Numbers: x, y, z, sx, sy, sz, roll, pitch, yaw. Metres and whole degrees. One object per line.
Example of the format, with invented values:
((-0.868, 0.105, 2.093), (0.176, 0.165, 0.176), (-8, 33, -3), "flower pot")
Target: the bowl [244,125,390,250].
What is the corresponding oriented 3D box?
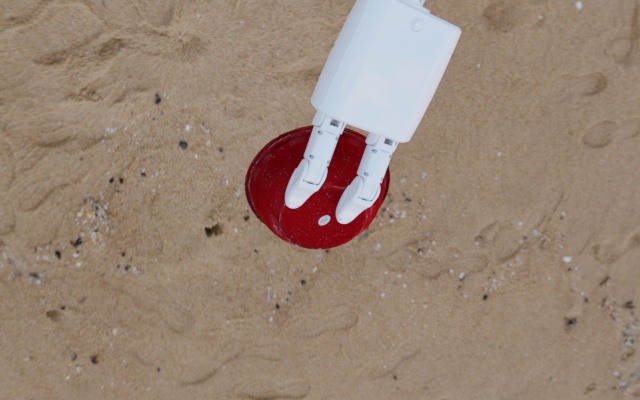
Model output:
((0.000, 0.003, 0.511), (0.162, 0.162, 0.055), (0, 41, -8), "bowl")
